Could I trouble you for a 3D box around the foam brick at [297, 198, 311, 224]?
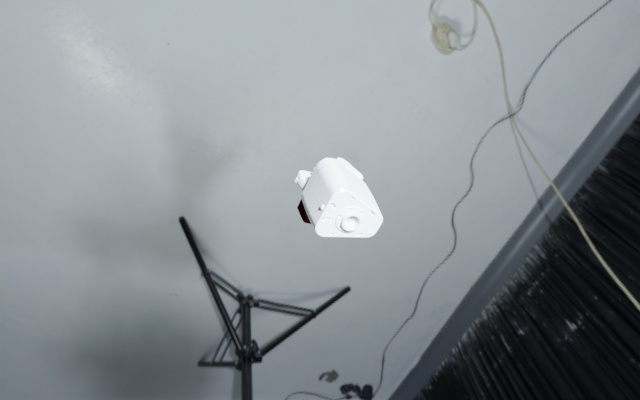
[{"bbox_3d":[0.000,0.003,0.884,0.053,0.078,0.051,15,26,-28],"label":"foam brick"}]
